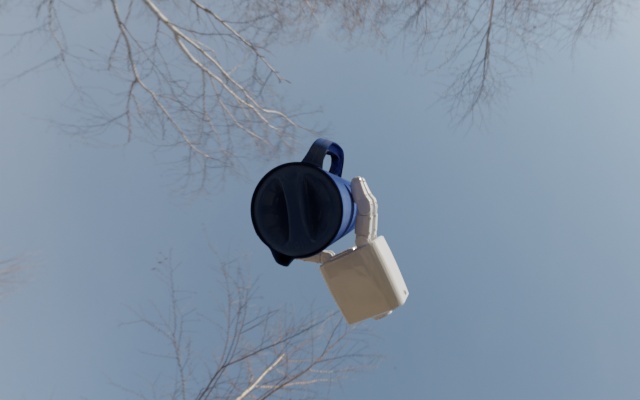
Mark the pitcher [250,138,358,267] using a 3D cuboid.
[{"bbox_3d":[0.000,0.003,0.757,0.149,0.145,0.243,-28,-6,14],"label":"pitcher"}]
